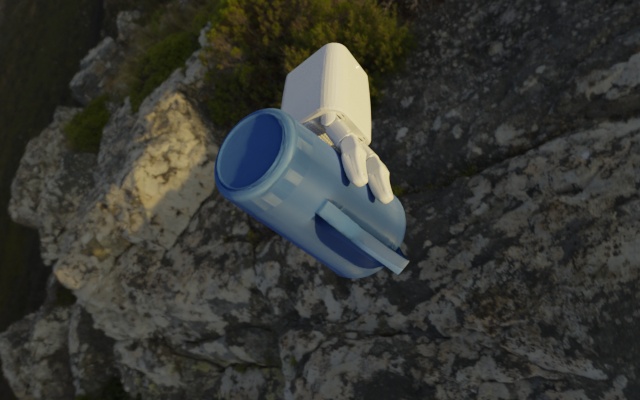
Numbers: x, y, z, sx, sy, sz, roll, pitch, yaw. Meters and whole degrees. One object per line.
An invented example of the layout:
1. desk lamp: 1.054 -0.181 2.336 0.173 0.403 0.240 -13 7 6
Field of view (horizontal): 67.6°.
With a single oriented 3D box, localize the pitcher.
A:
1. pitcher: 0.000 0.002 0.562 0.149 0.145 0.243 -13 -30 31
